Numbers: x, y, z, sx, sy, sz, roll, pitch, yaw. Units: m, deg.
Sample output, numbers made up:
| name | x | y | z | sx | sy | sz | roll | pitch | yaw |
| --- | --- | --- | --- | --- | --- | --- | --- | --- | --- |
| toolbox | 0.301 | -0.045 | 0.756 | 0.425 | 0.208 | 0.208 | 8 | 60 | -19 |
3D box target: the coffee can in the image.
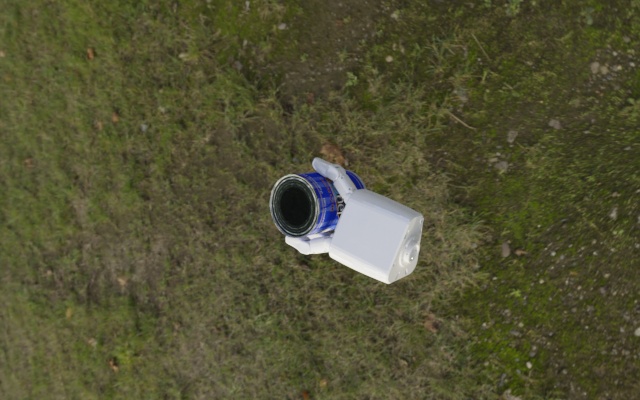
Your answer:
| name | x | y | z | sx | sy | sz | roll | pitch | yaw |
| --- | --- | --- | --- | --- | --- | --- | --- | --- | --- |
| coffee can | 0.000 | 0.002 | 0.801 | 0.103 | 0.103 | 0.140 | 0 | 6 | 38 |
